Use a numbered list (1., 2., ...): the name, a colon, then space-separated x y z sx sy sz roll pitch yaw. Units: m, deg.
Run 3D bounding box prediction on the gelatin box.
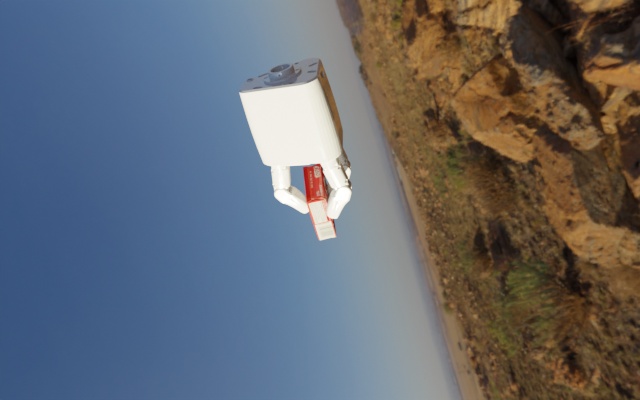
1. gelatin box: 0.000 0.003 0.703 0.030 0.073 0.089 -11 -44 5
